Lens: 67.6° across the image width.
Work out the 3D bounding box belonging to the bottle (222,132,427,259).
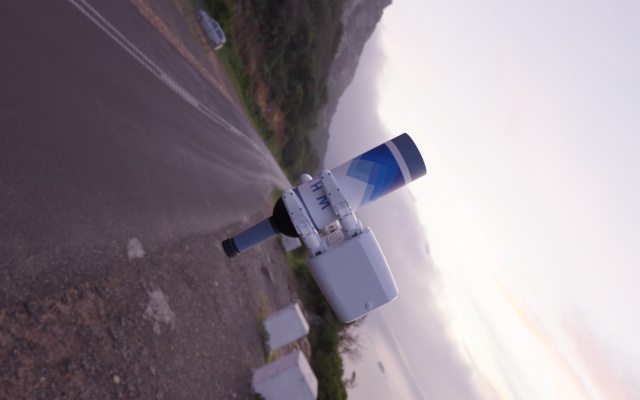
[{"bbox_3d":[0.000,0.002,0.661,0.296,0.069,0.069,-27,-1,1],"label":"bottle"}]
